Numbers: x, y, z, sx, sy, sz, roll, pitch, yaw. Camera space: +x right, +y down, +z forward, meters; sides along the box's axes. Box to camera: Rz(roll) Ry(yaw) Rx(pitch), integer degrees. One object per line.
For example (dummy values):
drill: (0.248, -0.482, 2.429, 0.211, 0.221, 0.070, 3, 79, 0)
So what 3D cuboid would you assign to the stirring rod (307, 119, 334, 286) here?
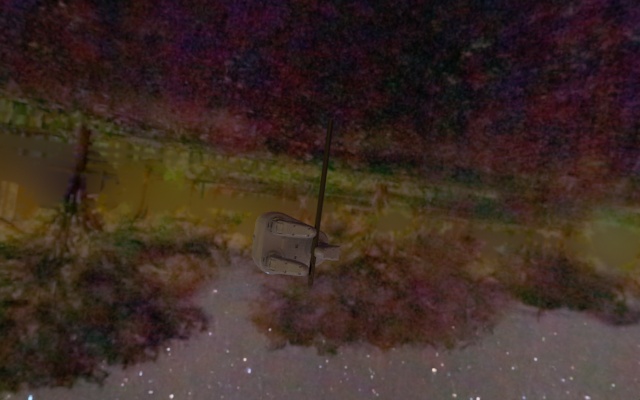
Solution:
stirring rod: (0.000, 0.002, 0.689, 0.011, 0.239, 0.011, 7, -2, 0)
